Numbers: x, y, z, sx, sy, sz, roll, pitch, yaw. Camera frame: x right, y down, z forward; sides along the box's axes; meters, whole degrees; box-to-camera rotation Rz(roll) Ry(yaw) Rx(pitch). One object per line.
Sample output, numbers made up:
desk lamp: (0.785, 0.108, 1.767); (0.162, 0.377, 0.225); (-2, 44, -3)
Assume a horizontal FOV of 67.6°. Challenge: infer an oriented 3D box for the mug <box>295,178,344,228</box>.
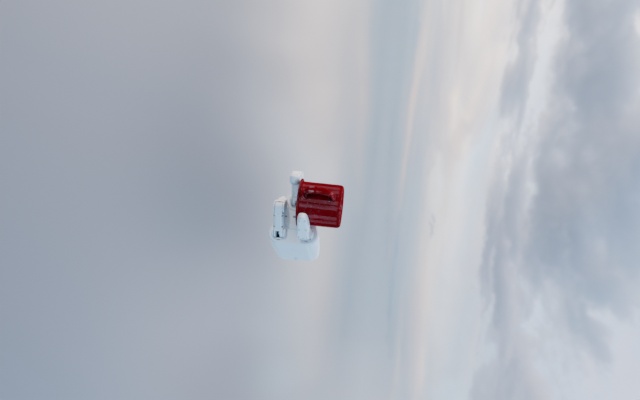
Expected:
mug: (0.000, 0.002, 0.886); (0.081, 0.093, 0.117); (6, -25, 5)
